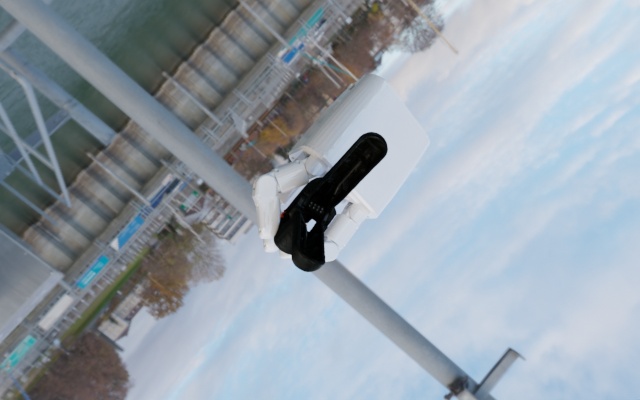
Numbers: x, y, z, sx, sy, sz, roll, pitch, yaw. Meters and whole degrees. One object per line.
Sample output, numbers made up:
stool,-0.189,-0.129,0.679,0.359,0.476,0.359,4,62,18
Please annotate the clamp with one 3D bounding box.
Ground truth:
clamp,0.000,0.002,0.419,0.039,0.120,0.171,41,-10,-12
